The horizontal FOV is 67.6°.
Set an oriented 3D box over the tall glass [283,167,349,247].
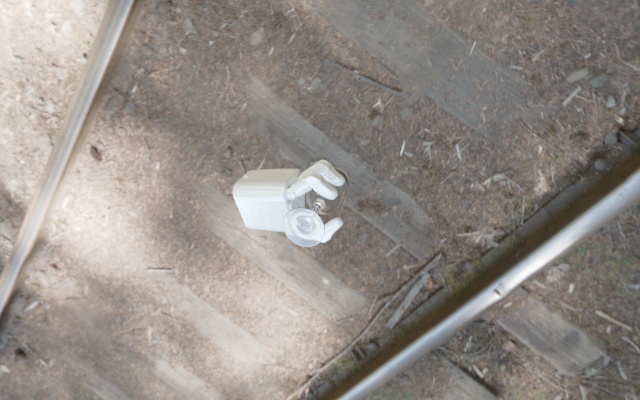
[{"bbox_3d":[0.000,0.003,0.881,0.079,0.079,0.201,0,25,19],"label":"tall glass"}]
